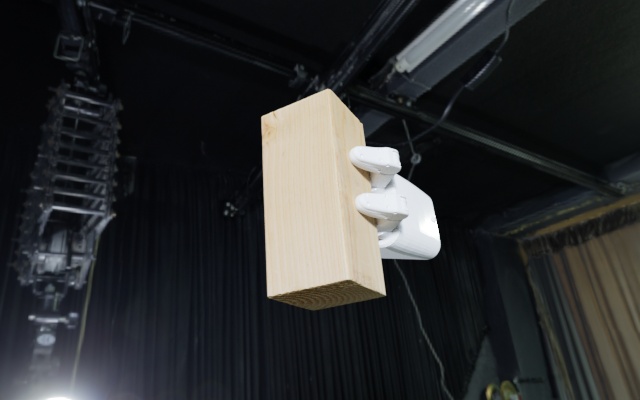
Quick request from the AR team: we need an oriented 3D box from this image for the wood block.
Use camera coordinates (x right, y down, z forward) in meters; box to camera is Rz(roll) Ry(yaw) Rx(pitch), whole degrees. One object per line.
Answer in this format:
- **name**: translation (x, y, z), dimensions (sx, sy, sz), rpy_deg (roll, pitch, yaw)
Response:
- **wood block**: translation (0.000, 0.002, 0.510), dimensions (0.091, 0.206, 0.090), rpy_deg (-18, -28, 25)
